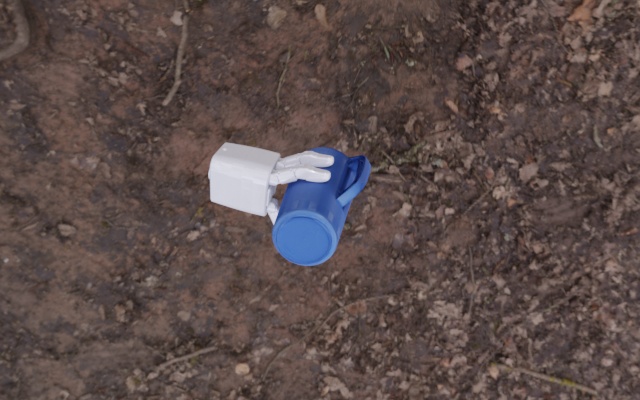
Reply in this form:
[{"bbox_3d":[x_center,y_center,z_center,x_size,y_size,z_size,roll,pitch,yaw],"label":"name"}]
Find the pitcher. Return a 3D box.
[{"bbox_3d":[0.000,0.003,0.860,0.145,0.149,0.242,15,30,1],"label":"pitcher"}]
